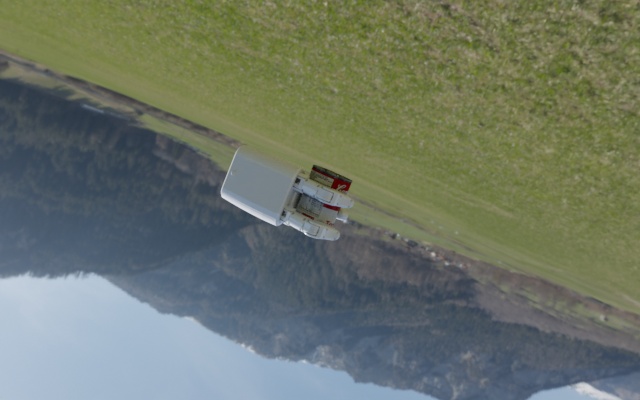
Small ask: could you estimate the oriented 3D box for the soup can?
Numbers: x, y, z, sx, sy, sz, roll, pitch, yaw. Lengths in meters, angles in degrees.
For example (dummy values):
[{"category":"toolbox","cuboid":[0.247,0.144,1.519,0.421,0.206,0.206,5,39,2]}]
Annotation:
[{"category":"soup can","cuboid":[0.000,0.003,0.760,0.068,0.102,0.068,22,7,-3]}]
